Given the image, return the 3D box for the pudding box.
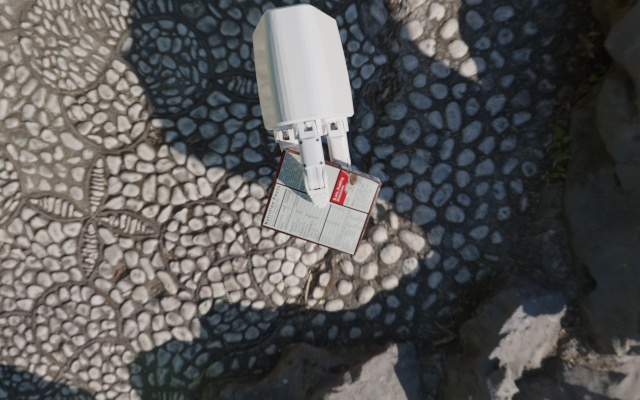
[{"bbox_3d":[0.000,0.002,0.527,0.113,0.090,0.039,19,9,-1],"label":"pudding box"}]
